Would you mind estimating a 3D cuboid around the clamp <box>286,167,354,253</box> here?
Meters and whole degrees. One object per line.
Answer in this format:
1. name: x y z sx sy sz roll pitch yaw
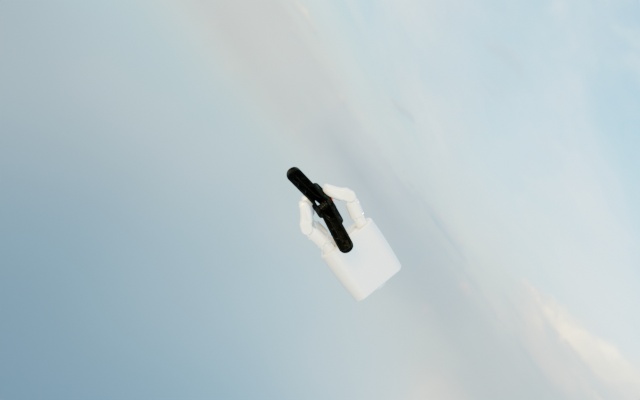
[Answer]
1. clamp: 0.001 0.002 0.851 0.036 0.164 0.210 -35 7 6
